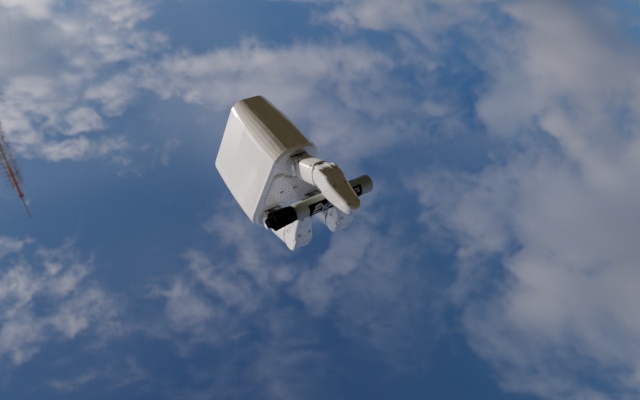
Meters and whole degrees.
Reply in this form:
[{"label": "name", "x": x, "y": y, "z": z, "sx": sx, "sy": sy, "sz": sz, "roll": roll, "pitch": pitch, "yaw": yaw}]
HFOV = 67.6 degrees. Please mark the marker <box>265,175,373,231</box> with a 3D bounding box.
[{"label": "marker", "x": 0.000, "y": 0.002, "z": 0.466, "sx": 0.121, "sy": 0.020, "sz": 0.020, "roll": -22, "pitch": 11, "yaw": -29}]
